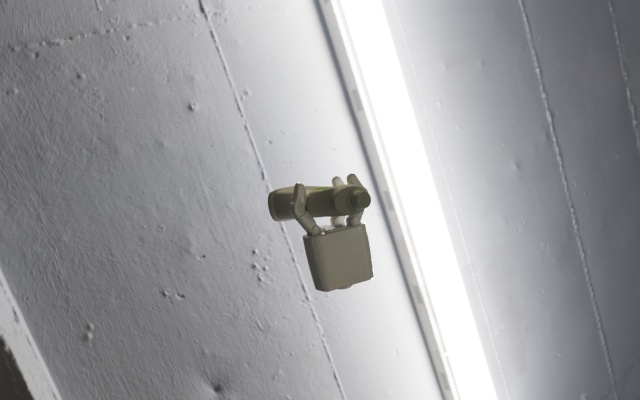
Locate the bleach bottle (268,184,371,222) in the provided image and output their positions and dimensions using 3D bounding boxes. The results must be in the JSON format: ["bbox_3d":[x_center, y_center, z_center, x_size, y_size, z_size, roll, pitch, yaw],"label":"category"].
[{"bbox_3d":[0.000,0.003,0.880,0.102,0.068,0.251,-13,6,-30],"label":"bleach bottle"}]
